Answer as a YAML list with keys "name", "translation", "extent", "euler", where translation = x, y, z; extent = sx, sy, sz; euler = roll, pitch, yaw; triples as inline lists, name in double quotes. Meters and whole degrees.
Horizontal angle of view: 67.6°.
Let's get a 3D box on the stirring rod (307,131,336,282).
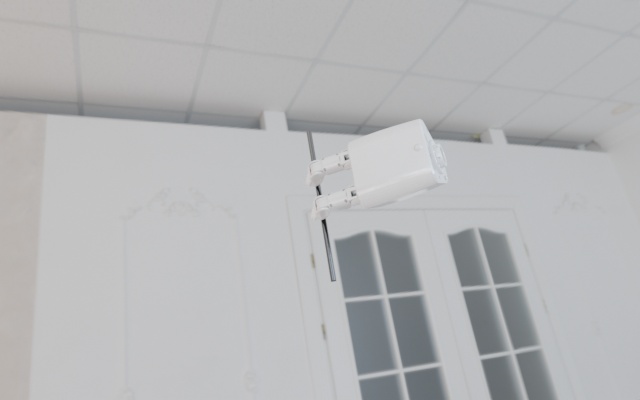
- name: "stirring rod"
  translation: [0.000, 0.002, 0.714]
  extent: [0.011, 0.239, 0.011]
  euler: [-8, -21, -3]
